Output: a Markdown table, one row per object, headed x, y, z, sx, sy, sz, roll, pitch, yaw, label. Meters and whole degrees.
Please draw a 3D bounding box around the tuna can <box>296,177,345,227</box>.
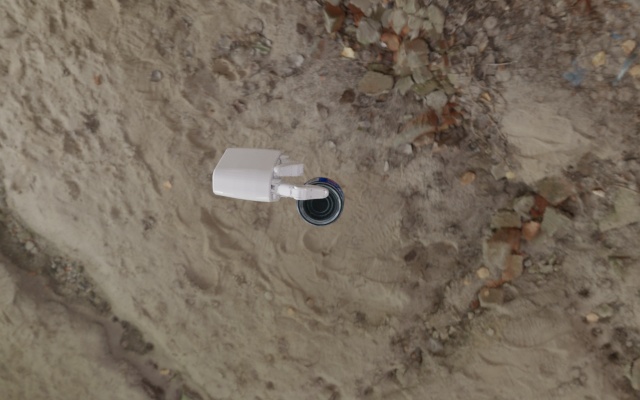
| x | y | z | sx | sy | sz | roll | pitch | yaw | label |
| --- | --- | --- | --- | --- | --- | --- | --- | --- | --- |
| 0.000 | 0.003 | 0.859 | 0.086 | 0.086 | 0.033 | 0 | 16 | 4 | tuna can |
